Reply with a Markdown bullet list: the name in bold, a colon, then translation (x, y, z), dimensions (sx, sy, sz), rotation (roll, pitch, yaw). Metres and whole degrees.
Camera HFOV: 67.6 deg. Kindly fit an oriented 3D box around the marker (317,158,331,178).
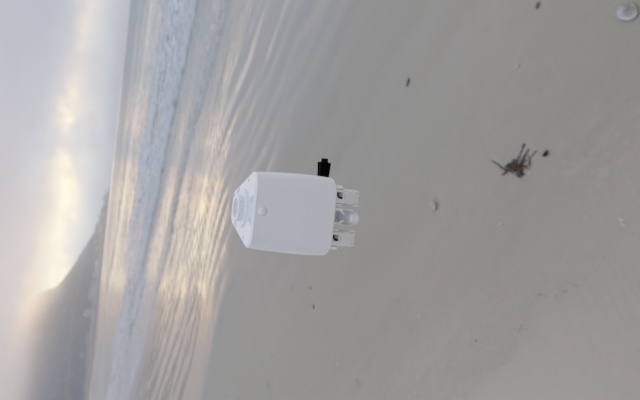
- **marker**: translation (0.000, 0.002, 0.659), dimensions (0.020, 0.121, 0.020), rotation (6, -1, 0)
